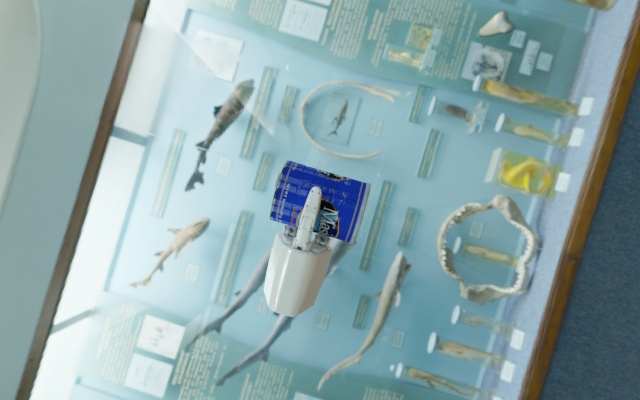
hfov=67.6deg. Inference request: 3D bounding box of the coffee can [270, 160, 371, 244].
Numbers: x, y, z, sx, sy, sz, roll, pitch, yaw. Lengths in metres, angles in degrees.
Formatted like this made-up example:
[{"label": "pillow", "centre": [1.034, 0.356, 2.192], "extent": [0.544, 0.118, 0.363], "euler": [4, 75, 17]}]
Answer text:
[{"label": "coffee can", "centre": [0.000, 0.002, 0.775], "extent": [0.140, 0.103, 0.103], "euler": [16, 0, 2]}]
